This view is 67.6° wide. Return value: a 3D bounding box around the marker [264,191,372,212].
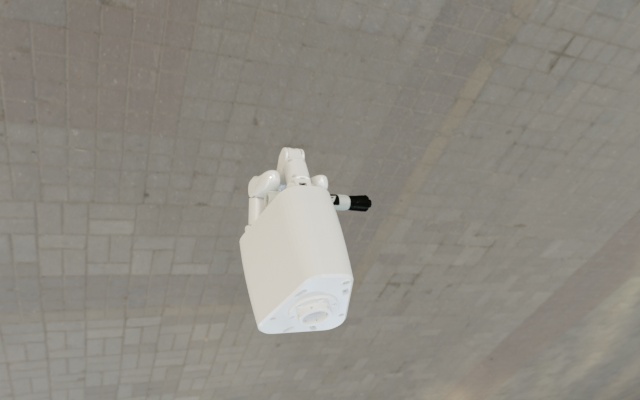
[{"bbox_3d":[0.000,0.002,0.512,0.121,0.020,0.020,2,-1,-23],"label":"marker"}]
